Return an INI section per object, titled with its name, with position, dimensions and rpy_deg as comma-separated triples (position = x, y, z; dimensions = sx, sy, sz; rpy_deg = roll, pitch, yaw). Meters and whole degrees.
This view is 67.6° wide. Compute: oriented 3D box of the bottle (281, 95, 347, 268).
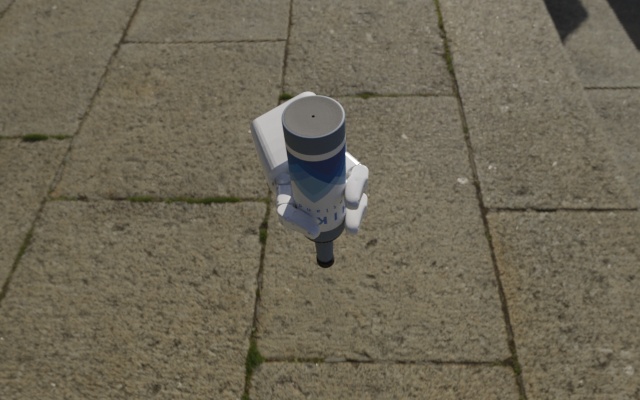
[bottle]
position = 0.000, 0.002, 0.610
dimensions = 0.069, 0.069, 0.296
rpy_deg = 0, -37, 4
